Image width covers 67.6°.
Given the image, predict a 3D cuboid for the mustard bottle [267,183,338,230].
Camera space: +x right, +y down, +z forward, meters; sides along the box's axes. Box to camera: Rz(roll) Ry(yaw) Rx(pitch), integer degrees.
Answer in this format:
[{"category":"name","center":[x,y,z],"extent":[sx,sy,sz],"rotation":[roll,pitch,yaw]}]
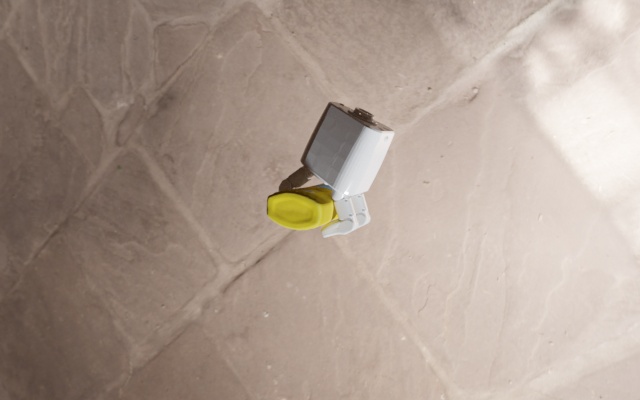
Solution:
[{"category":"mustard bottle","center":[0.000,0.003,0.779],"extent":[0.096,0.058,0.191],"rotation":[7,10,25]}]
